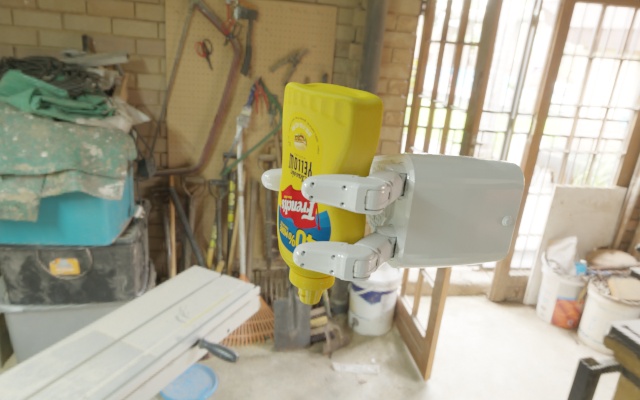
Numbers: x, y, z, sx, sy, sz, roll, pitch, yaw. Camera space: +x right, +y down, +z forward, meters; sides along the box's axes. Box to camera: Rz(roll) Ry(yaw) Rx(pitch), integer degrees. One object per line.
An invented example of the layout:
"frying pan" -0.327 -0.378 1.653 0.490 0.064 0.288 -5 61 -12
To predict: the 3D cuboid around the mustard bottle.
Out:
"mustard bottle" 0.000 0.001 0.407 0.058 0.192 0.096 -9 24 -37
